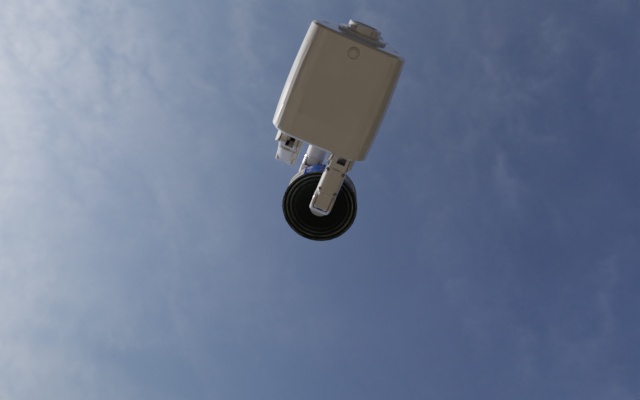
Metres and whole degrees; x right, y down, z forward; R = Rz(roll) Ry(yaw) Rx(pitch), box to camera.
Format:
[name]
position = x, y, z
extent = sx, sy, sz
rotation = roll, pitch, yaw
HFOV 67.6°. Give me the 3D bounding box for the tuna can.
[tuna can]
position = 0.000, 0.002, 0.557
extent = 0.086, 0.086, 0.033
rotation = 0, 22, 5
